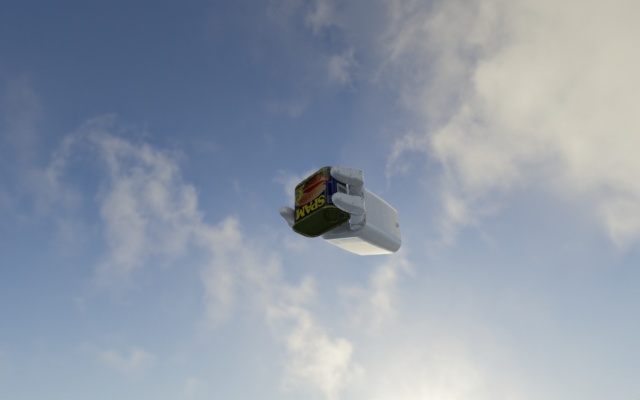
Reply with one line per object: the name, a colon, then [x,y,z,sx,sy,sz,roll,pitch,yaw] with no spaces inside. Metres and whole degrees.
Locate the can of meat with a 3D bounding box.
can of meat: [0.000,0.002,0.803,0.057,0.084,0.102,27,-43,-36]
